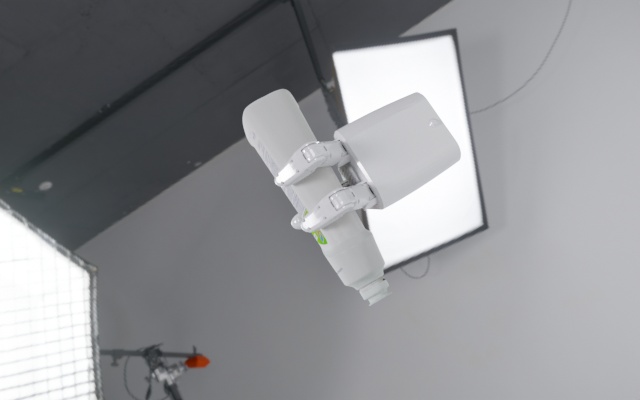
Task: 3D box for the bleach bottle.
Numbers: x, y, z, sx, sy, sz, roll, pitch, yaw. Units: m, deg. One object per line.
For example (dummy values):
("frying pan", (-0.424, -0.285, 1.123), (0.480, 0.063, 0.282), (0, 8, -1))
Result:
("bleach bottle", (0.000, 0.002, 0.538), (0.068, 0.250, 0.102), (-29, -12, -8))
